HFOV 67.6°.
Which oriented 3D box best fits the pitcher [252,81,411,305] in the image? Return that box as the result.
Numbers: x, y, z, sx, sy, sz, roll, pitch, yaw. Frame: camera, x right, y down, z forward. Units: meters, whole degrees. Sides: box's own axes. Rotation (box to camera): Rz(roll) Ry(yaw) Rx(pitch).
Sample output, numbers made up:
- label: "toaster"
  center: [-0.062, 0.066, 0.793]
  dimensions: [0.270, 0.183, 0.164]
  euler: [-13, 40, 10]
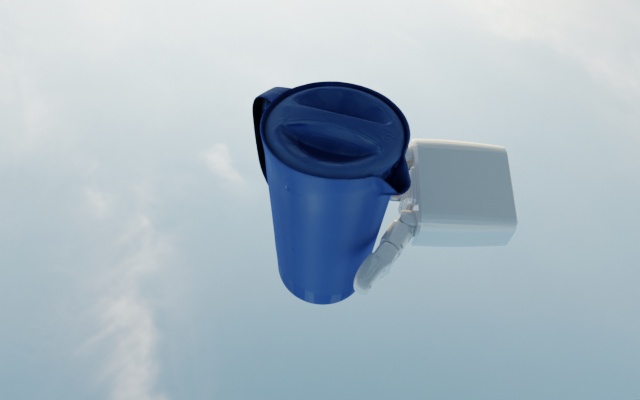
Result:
- label: "pitcher"
  center: [0.000, 0.002, 0.512]
  dimensions: [0.145, 0.149, 0.243]
  euler: [1, -41, -4]
